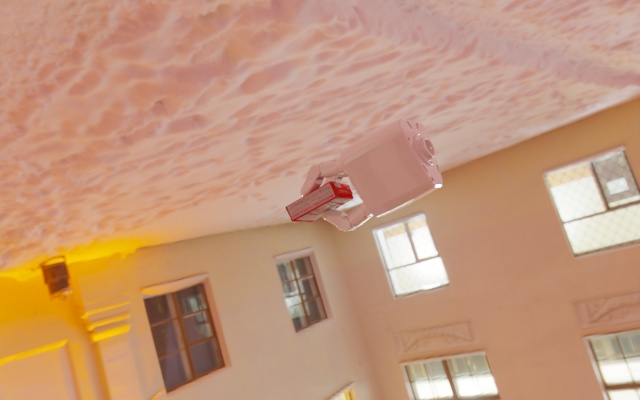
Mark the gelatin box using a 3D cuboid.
[{"bbox_3d":[0.000,0.003,0.759,0.089,0.030,0.073,-30,-14,20],"label":"gelatin box"}]
